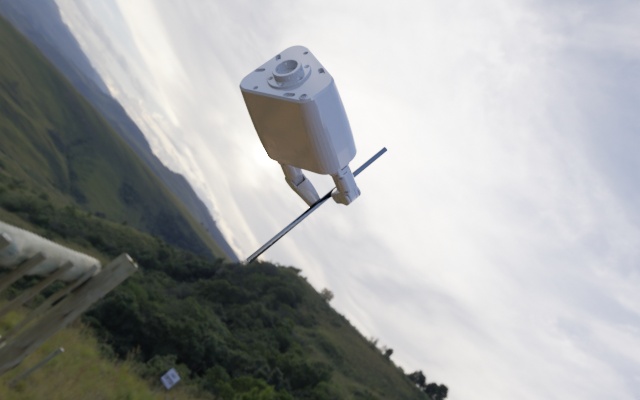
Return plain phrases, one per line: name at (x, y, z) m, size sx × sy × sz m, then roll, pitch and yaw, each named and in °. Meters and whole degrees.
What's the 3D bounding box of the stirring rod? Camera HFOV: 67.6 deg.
stirring rod at (0.000, 0.002, 0.623) m, size 0.239 × 0.011 × 0.011 m, roll -39°, pitch 13°, yaw -16°
